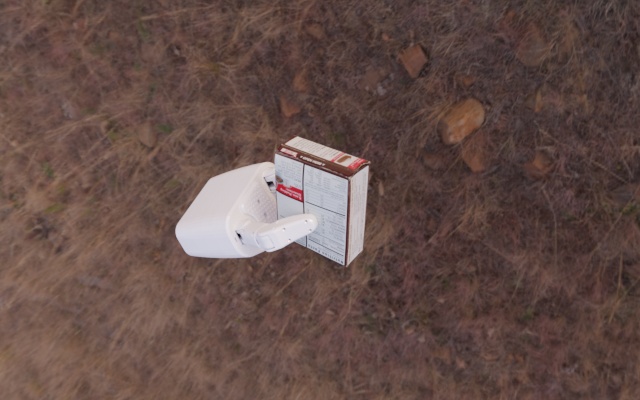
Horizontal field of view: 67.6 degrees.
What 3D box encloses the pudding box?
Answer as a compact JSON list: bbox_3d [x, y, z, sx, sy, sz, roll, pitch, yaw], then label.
[{"bbox_3d":[0.000,0.002,0.479,0.090,0.114,0.039,22,43,26],"label":"pudding box"}]
